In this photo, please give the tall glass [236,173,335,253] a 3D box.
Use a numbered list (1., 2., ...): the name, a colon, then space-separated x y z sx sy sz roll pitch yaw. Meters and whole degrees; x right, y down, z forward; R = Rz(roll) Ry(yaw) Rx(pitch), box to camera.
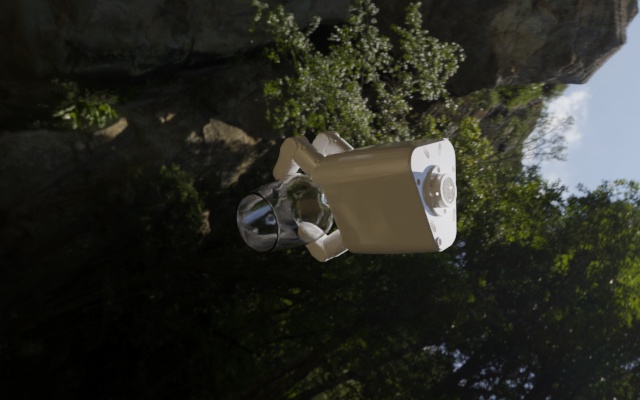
1. tall glass: 0.000 0.002 0.543 0.079 0.079 0.201 0 12 41
